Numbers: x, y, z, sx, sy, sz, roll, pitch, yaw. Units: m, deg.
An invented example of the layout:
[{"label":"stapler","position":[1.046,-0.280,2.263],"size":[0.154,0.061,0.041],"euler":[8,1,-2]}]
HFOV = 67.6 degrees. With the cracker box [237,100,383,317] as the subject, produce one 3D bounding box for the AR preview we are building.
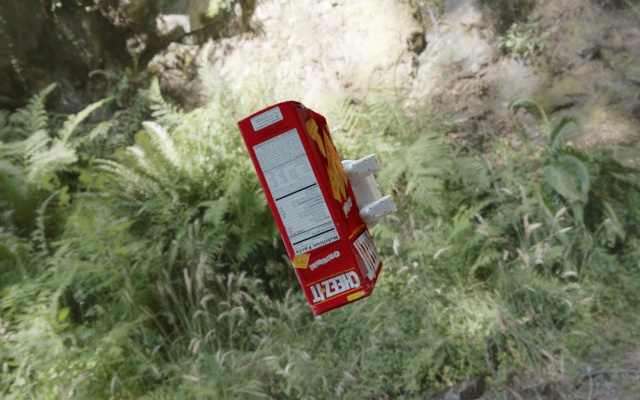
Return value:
[{"label":"cracker box","position":[0.000,0.002,0.548],"size":[0.072,0.213,0.164],"euler":[-23,-2,12]}]
